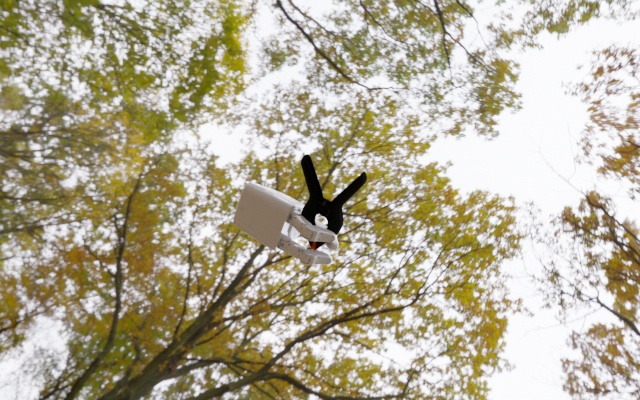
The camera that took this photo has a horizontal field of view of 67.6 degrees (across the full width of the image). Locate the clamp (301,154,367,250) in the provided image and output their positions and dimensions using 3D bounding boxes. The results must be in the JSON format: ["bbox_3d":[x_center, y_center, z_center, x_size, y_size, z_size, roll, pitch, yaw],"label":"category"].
[{"bbox_3d":[0.000,0.003,0.851,0.120,0.171,0.039,29,21,18],"label":"clamp"}]
